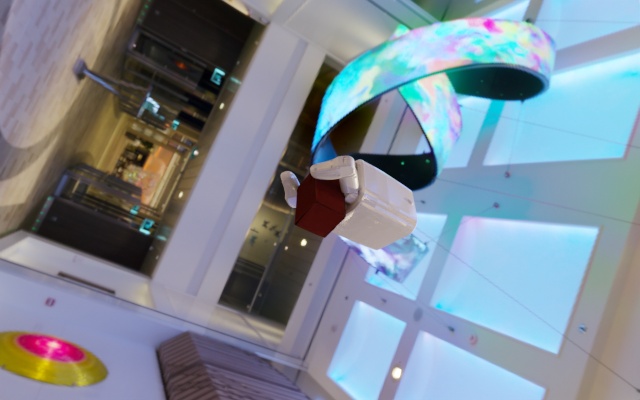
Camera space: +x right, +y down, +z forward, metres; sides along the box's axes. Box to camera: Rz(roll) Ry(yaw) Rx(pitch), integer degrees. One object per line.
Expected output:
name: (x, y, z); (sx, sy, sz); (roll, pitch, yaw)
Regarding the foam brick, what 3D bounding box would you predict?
foam brick: (0.000, 0.002, 0.666); (0.051, 0.078, 0.053); (28, -53, -22)
